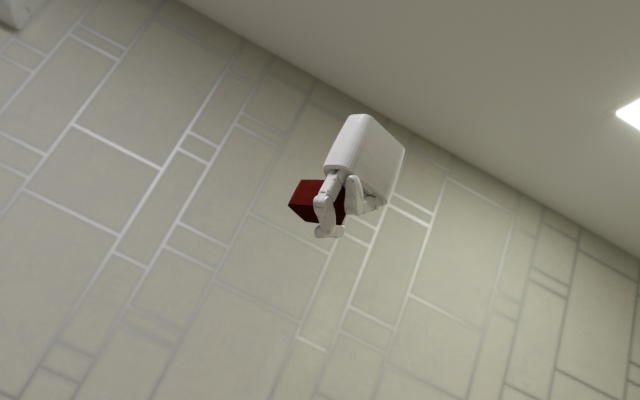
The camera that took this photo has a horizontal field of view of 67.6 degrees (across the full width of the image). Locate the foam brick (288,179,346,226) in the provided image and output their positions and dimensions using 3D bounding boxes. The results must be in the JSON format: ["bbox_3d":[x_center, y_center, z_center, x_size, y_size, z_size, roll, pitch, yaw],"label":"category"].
[{"bbox_3d":[0.000,0.002,0.751,0.078,0.051,0.053,4,-30,38],"label":"foam brick"}]
